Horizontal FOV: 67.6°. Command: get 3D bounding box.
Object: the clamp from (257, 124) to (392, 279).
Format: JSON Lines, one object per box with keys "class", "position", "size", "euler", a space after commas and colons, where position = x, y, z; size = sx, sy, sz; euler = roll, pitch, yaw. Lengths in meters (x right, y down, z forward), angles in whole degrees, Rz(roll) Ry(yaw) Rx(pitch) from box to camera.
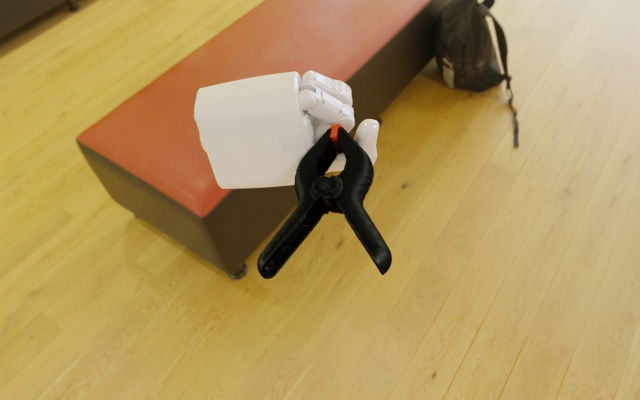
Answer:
{"class": "clamp", "position": [0.000, 0.001, 0.451], "size": [0.120, 0.171, 0.039], "euler": [-8, -40, 9]}
